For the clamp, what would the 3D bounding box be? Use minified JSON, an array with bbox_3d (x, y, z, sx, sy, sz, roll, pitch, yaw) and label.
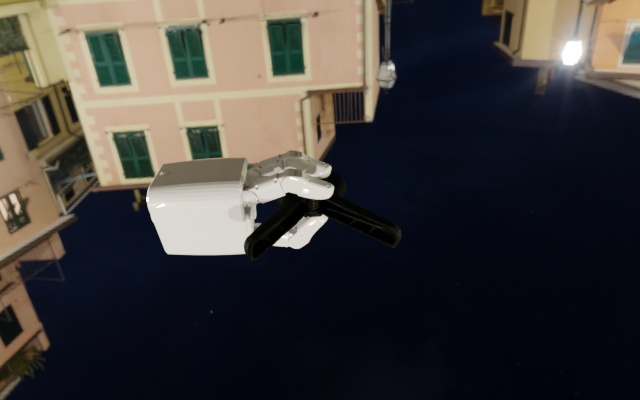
[{"bbox_3d":[0.000,0.002,0.570,0.164,0.036,0.209,0,29,-3],"label":"clamp"}]
